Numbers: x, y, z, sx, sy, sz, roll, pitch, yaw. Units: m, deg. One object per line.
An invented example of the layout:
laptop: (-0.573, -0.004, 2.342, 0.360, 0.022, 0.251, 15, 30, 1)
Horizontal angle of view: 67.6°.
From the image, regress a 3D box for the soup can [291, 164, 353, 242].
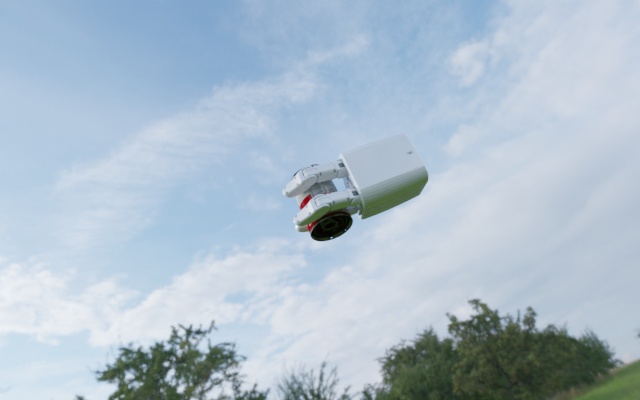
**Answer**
soup can: (0.000, 0.002, 0.737, 0.068, 0.102, 0.069, -17, -32, -11)
